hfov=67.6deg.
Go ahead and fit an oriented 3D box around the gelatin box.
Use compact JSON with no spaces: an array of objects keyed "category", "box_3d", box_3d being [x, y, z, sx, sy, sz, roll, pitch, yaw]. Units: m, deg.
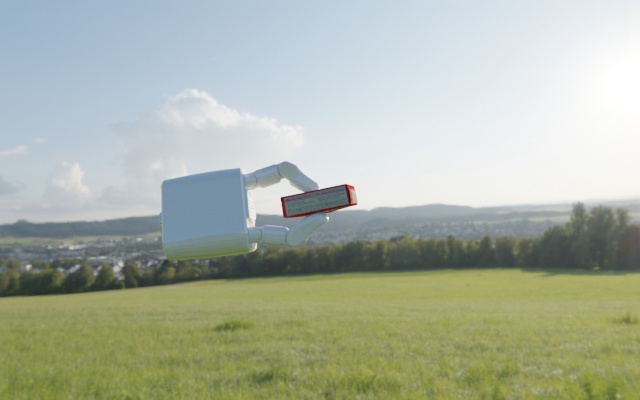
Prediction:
[{"category":"gelatin box","box_3d":[0.000,0.002,0.625,0.089,0.030,0.073,-12,-4,11]}]
